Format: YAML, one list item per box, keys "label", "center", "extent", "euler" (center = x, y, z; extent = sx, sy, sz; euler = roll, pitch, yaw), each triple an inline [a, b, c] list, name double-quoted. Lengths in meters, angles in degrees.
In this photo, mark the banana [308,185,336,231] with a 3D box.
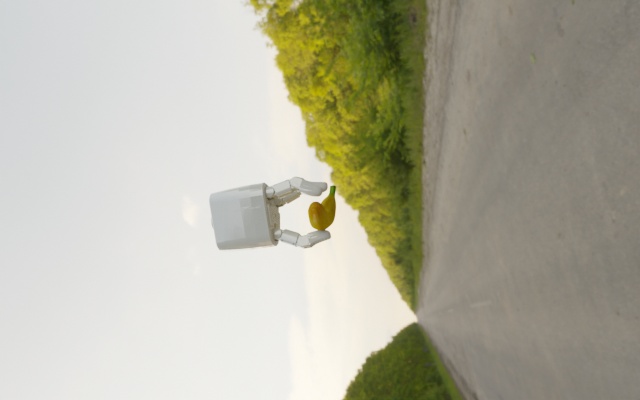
- label: "banana"
  center: [0.003, 0.021, 0.860]
  extent: [0.037, 0.069, 0.197]
  euler: [-4, 10, 9]
